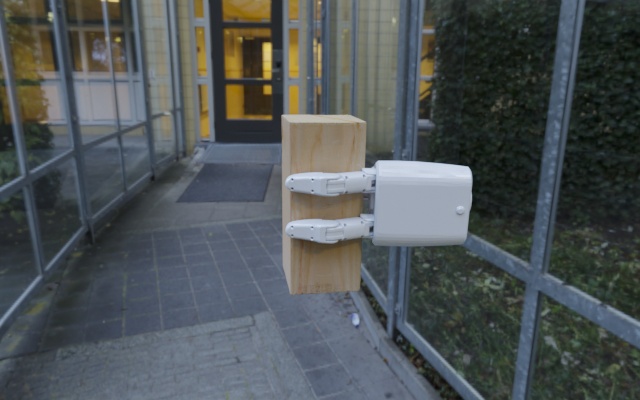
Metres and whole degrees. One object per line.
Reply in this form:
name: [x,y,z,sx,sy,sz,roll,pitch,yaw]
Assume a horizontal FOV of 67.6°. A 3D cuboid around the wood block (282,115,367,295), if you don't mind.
wood block: [0.000,0.002,0.592,0.090,0.206,0.090,-2,16,-9]
